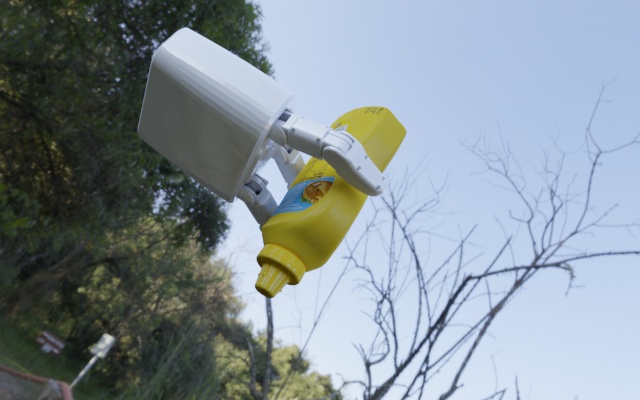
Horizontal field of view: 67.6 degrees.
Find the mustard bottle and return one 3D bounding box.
[{"bbox_3d":[0.000,0.001,0.420,0.058,0.191,0.096,46,-32,-21],"label":"mustard bottle"}]
